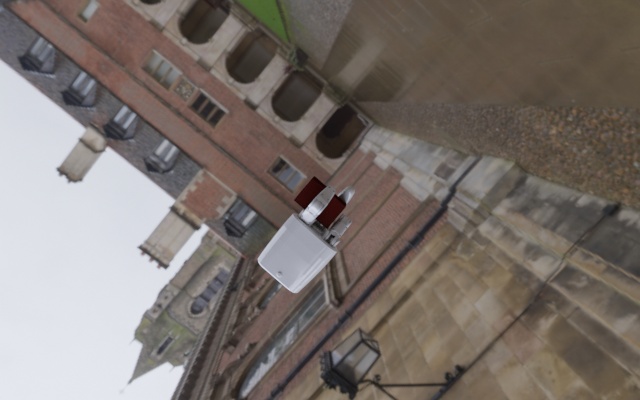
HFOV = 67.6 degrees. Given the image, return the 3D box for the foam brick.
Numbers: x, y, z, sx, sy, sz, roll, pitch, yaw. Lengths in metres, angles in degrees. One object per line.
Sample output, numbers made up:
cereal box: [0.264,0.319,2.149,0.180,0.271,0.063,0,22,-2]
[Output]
foam brick: [0.000,0.002,0.831,0.078,0.051,0.053,41,7,0]
